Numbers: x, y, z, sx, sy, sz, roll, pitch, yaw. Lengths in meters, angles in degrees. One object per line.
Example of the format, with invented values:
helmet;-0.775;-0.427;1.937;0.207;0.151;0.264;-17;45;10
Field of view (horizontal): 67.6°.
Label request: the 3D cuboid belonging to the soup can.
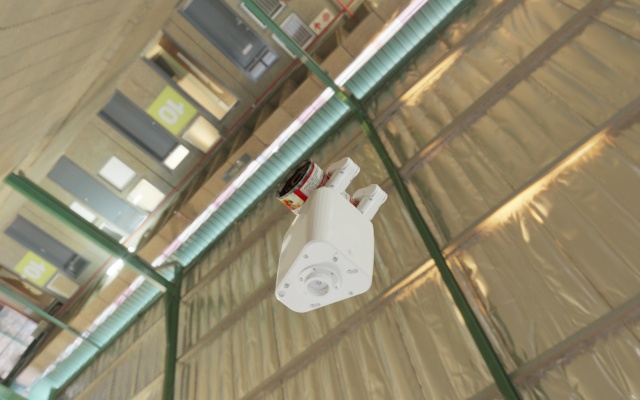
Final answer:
soup can;0.000;0.002;0.643;0.102;0.068;0.068;41;-17;-20
